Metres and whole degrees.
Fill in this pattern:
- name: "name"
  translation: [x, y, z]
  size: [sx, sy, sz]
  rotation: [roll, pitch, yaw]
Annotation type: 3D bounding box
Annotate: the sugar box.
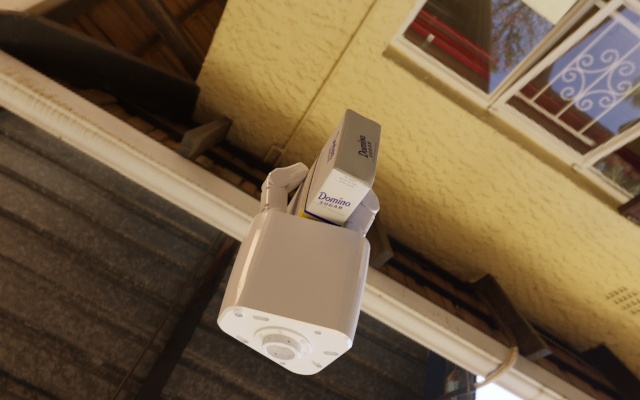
- name: "sugar box"
  translation: [0.000, 0.002, 0.491]
  size: [0.048, 0.093, 0.176]
  rotation: [26, -45, -12]
